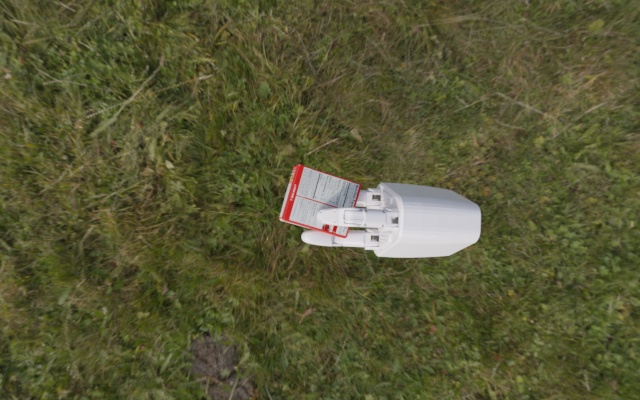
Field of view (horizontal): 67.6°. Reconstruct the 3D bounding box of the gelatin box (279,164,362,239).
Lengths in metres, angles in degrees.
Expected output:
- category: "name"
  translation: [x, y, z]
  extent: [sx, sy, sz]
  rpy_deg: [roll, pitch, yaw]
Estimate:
- category: "gelatin box"
  translation: [0.000, 0.002, 0.605]
  extent: [0.089, 0.073, 0.030]
  rpy_deg: [17, -5, -15]
